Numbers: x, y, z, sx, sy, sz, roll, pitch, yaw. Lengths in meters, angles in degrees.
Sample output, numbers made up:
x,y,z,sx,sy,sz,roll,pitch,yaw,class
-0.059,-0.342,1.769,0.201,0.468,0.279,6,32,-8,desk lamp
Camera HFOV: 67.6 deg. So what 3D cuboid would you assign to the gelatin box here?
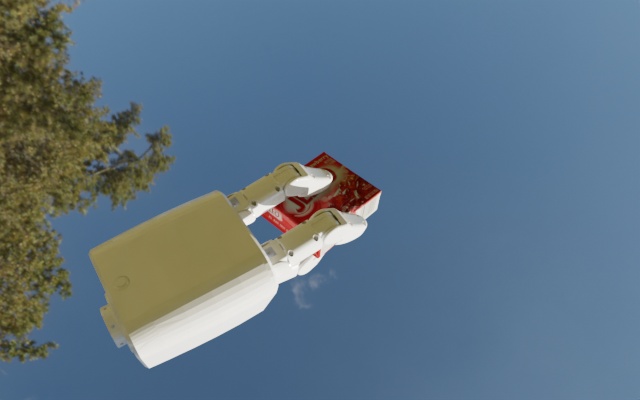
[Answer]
x,y,z,sx,sy,sz,roll,pitch,yaw,class
0.000,0.002,0.439,0.073,0.030,0.089,36,53,24,gelatin box
